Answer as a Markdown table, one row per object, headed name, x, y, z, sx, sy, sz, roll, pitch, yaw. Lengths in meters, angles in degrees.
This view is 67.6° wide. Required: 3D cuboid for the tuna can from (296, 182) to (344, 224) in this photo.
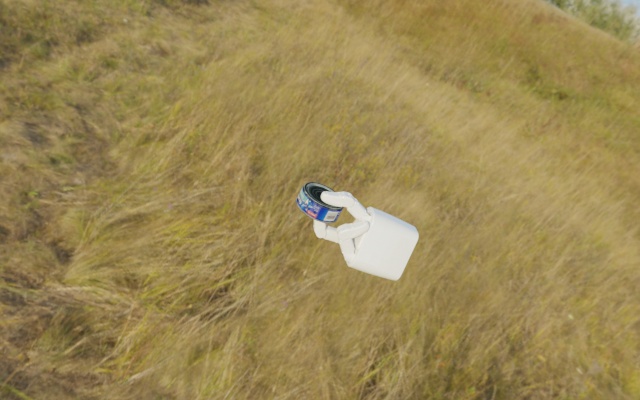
| name | x | y | z | sx | sy | sz | roll | pitch | yaw |
| --- | --- | --- | --- | --- | --- | --- | --- | --- | --- |
| tuna can | 0.000 | 0.002 | 0.883 | 0.086 | 0.034 | 0.086 | 22 | 27 | -12 |
